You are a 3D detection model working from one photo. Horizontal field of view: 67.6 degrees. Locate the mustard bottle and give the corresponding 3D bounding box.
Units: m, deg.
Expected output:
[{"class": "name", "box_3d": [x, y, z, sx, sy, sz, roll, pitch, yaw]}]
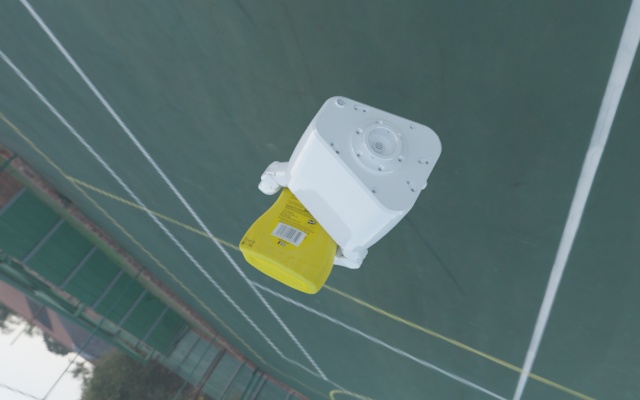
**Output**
[{"class": "mustard bottle", "box_3d": [0.000, 0.002, 0.534, 0.096, 0.191, 0.058, 22, -27, 22]}]
